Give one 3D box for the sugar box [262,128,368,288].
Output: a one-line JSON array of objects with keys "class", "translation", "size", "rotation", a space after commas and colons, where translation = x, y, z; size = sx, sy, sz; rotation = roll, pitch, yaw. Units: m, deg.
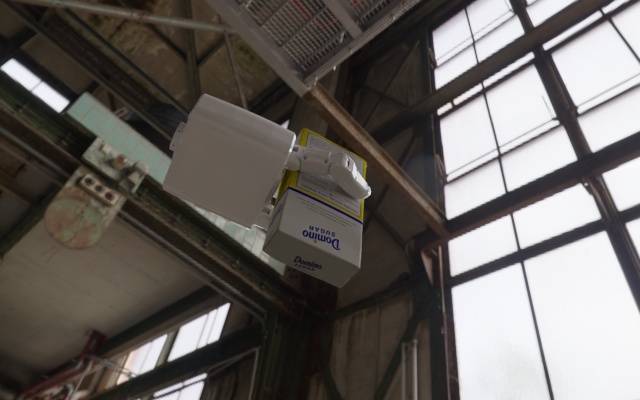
[{"class": "sugar box", "translation": [0.000, 0.002, 0.523], "size": [0.093, 0.176, 0.048], "rotation": [27, -48, -13]}]
